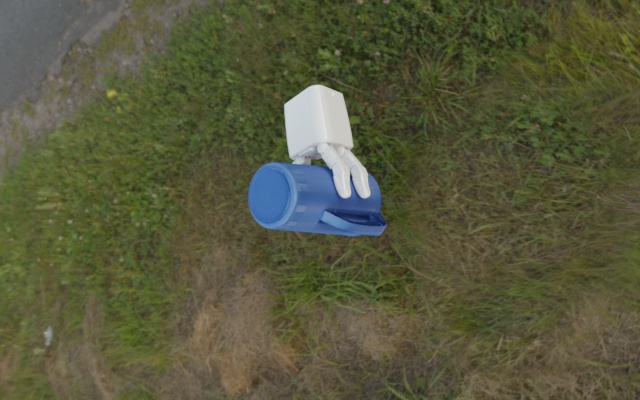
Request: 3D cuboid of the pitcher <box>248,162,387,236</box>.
[{"bbox_3d":[0.000,0.003,0.843,0.149,0.145,0.243,-17,-13,37],"label":"pitcher"}]
